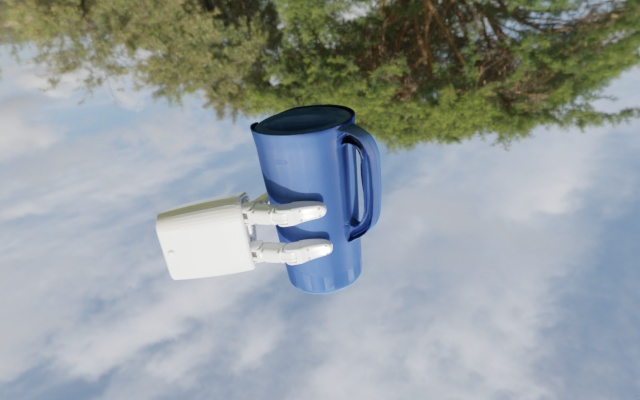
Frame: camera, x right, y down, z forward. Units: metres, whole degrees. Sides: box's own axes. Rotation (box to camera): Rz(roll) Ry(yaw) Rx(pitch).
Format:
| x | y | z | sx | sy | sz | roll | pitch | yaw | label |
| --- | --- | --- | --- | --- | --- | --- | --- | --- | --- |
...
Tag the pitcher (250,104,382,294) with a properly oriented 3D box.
| x | y | z | sx | sy | sz | roll | pitch | yaw | label |
| --- | --- | --- | --- | --- | --- | --- | --- | --- | --- |
| 0.000 | 0.002 | 0.638 | 0.145 | 0.243 | 0.149 | -10 | 25 | -4 | pitcher |
